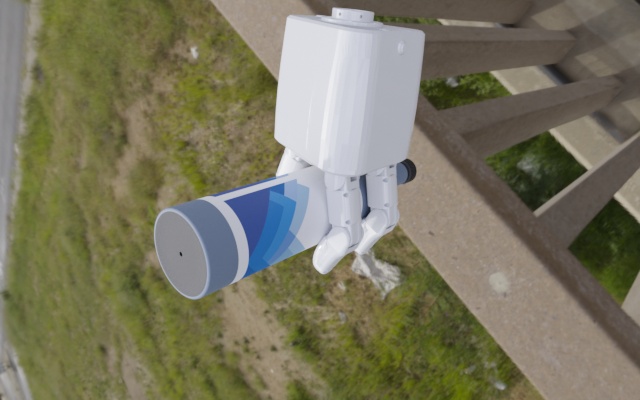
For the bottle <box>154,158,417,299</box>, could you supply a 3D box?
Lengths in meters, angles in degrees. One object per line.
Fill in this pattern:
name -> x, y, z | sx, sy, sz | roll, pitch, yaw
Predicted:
bottle -> 0.000, 0.002, 0.433 | 0.069, 0.069, 0.295 | 0, 14, 43
